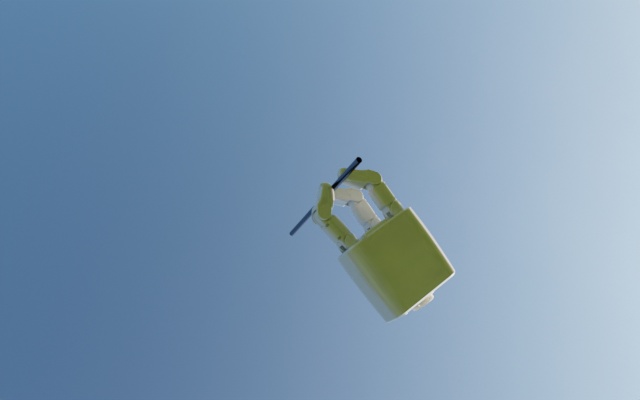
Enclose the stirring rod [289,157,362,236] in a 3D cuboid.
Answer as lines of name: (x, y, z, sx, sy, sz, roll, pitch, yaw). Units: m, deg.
stirring rod: (0.000, 0.002, 0.674, 0.011, 0.011, 0.240, 0, -25, -25)
